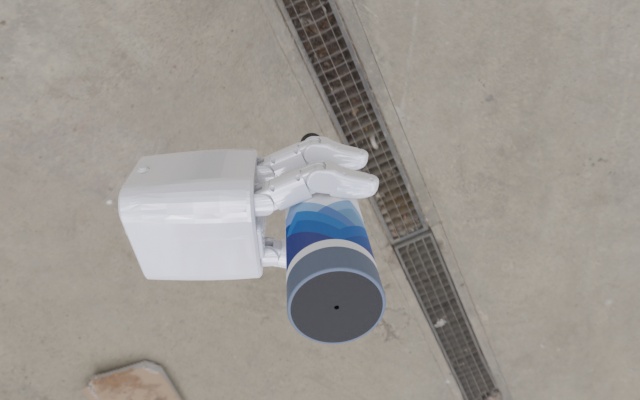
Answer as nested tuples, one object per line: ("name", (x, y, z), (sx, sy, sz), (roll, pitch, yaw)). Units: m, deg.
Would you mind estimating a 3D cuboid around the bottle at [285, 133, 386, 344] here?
("bottle", (0.000, 0.002, 0.445), (0.069, 0.069, 0.295), (0, 29, -5))
